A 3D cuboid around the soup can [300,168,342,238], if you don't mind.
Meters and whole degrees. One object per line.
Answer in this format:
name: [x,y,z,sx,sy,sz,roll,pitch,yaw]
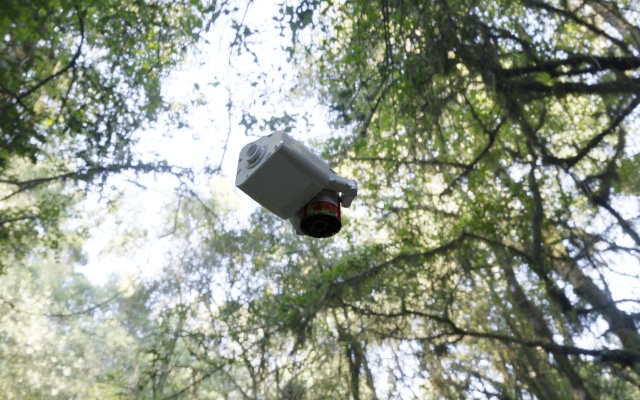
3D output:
soup can: [0.001,0.003,0.796,0.068,0.102,0.069,0,-39,0]
